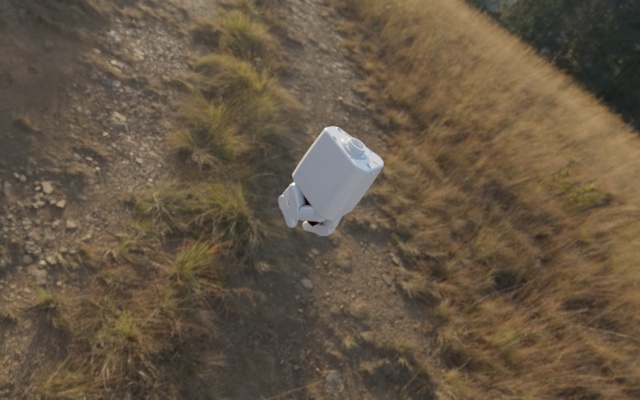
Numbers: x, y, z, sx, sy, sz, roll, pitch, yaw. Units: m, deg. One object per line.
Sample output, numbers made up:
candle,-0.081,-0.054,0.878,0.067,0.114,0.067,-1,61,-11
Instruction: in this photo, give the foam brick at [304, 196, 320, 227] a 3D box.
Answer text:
foam brick,0.000,0.003,0.846,0.053,0.051,0.078,43,31,14
